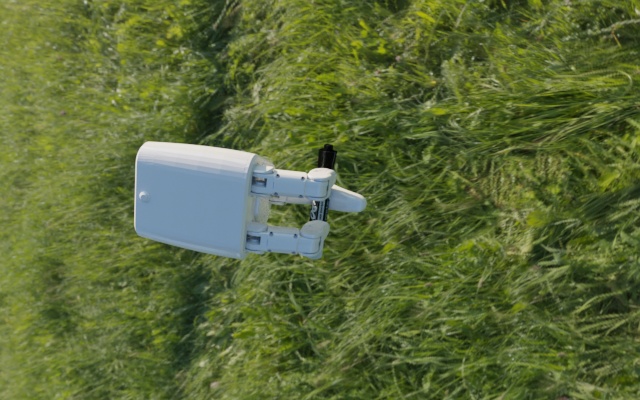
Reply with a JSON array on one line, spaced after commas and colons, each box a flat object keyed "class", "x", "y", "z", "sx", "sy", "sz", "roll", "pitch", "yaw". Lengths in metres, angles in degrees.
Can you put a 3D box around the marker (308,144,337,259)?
[{"class": "marker", "x": 0.000, "y": 0.002, "z": 0.493, "sx": 0.020, "sy": 0.121, "sz": 0.020, "roll": 7, "pitch": 16, "yaw": -2}]
